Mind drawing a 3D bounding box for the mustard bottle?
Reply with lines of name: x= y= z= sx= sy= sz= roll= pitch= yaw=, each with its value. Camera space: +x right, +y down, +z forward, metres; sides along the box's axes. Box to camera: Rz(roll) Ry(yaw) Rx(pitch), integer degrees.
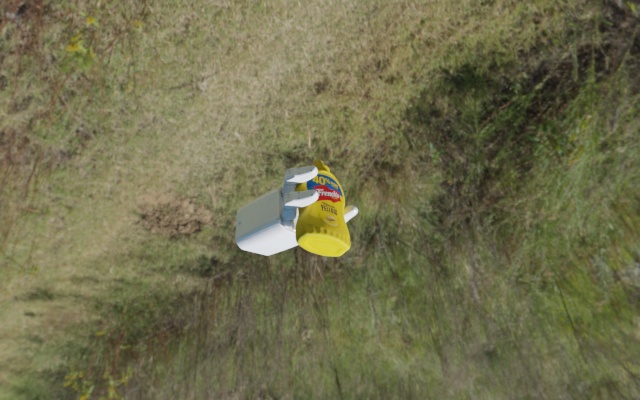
mustard bottle: x=0.000 y=0.003 z=0.856 sx=0.096 sy=0.191 sz=0.058 roll=19 pitch=-44 yaw=-26
